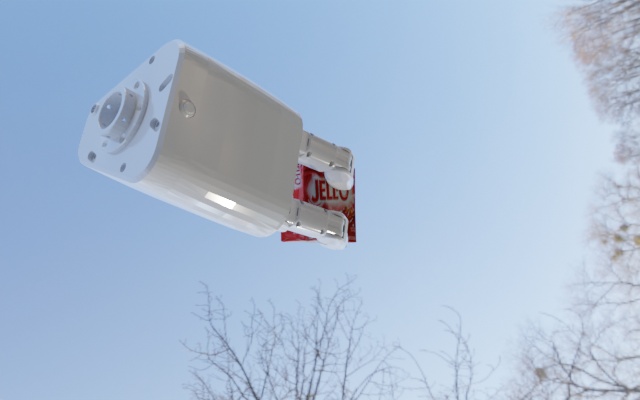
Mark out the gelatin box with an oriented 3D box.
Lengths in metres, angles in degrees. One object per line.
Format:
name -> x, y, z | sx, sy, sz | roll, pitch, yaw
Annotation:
gelatin box -> 0.000, 0.001, 0.431 | 0.030, 0.073, 0.089 | -5, -8, 33
